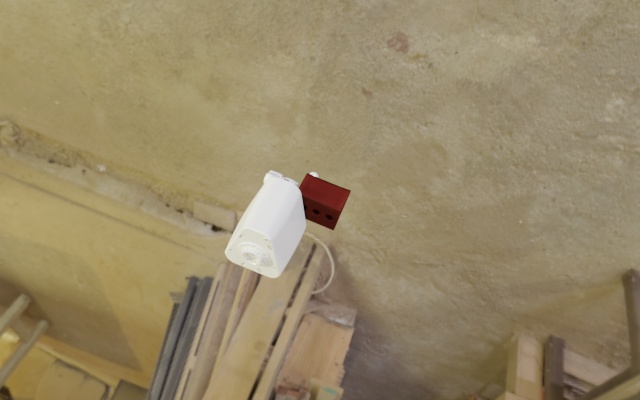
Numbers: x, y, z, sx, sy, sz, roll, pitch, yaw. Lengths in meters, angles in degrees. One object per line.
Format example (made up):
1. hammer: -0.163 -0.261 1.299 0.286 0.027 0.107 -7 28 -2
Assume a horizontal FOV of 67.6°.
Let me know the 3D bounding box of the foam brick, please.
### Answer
1. foam brick: 0.000 0.002 0.768 0.078 0.051 0.053 22 -42 4
